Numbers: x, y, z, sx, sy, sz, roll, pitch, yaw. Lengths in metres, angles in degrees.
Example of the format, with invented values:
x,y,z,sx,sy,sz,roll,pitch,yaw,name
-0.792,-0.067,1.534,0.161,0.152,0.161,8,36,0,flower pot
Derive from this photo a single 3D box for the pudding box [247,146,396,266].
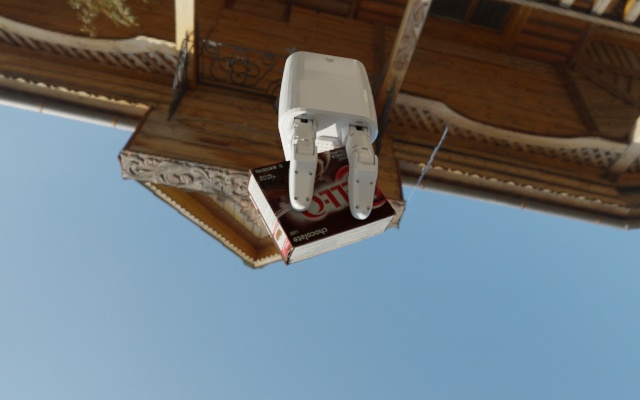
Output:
x,y,z,sx,sy,sz,roll,pitch,yaw,name
0.000,0.002,0.448,0.113,0.090,0.039,-18,-31,-25,pudding box
